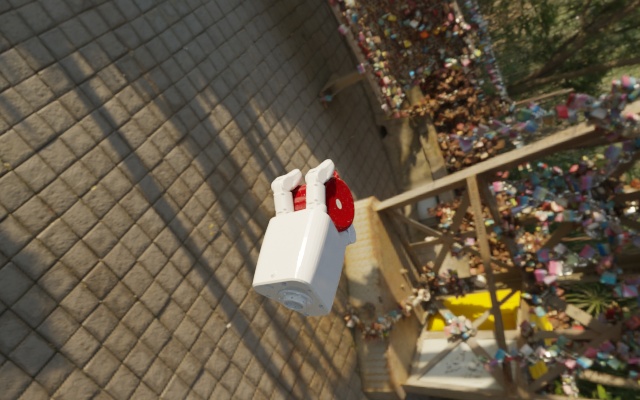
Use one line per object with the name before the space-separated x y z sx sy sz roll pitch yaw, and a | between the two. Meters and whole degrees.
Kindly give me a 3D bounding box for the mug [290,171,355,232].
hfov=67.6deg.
mug | 0.001 0.001 0.723 0.081 0.117 0.093 -14 -42 36
